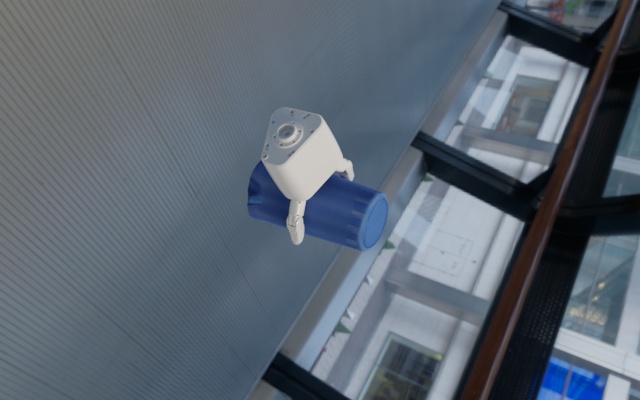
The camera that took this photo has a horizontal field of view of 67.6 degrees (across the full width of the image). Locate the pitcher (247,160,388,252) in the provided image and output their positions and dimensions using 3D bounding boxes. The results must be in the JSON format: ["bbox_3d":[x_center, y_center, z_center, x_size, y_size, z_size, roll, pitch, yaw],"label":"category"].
[{"bbox_3d":[0.000,0.003,0.879,0.243,0.149,0.145,18,-23,27],"label":"pitcher"}]
